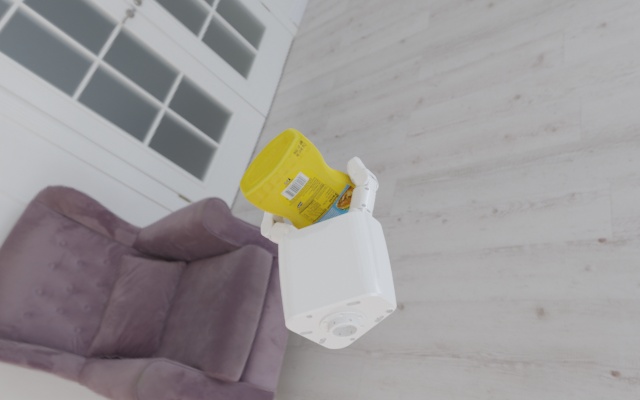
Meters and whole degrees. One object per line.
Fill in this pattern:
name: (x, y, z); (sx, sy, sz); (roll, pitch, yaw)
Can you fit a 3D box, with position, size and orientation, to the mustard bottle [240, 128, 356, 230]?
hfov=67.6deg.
mustard bottle: (0.000, 0.002, 0.589); (0.192, 0.096, 0.058); (38, 6, -37)
